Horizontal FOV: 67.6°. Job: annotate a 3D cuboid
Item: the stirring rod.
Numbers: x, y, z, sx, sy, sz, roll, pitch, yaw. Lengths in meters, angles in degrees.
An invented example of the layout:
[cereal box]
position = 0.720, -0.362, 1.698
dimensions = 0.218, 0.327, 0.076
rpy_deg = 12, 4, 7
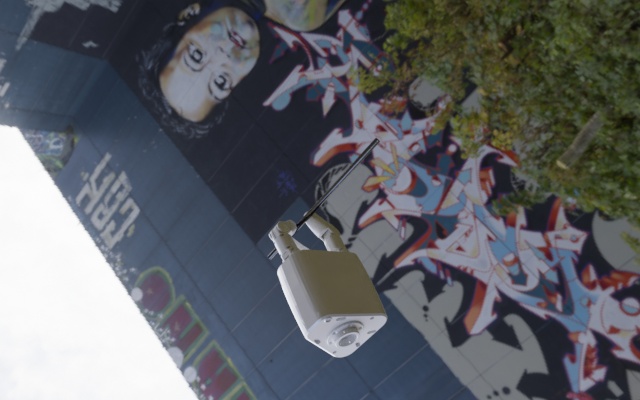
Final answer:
[stirring rod]
position = 0.000, 0.002, 0.680
dimensions = 0.239, 0.011, 0.011
rpy_deg = -47, -20, 19
